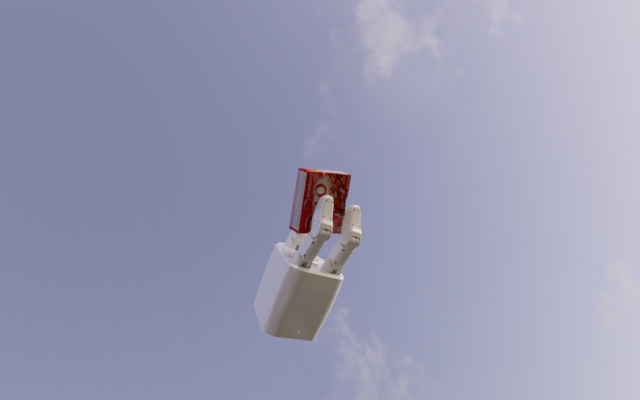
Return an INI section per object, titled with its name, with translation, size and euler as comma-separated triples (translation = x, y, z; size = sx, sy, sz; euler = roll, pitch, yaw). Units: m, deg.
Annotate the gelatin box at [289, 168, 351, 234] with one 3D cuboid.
[gelatin box]
translation = 0.000, 0.002, 0.666
size = 0.073, 0.089, 0.030
euler = 3, 11, -33
